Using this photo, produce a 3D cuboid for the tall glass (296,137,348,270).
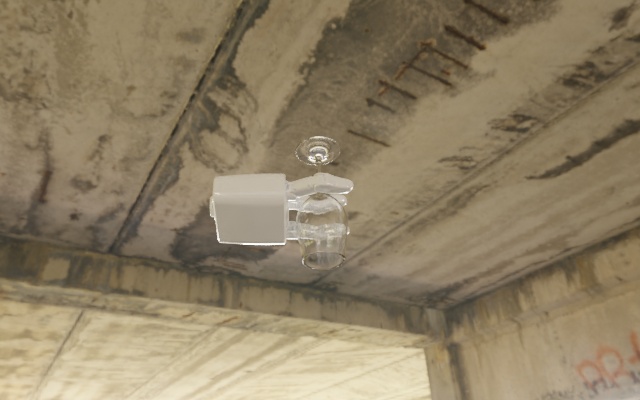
[{"bbox_3d":[0.000,0.002,0.737,0.079,0.201,0.079,-2,-32,-2],"label":"tall glass"}]
